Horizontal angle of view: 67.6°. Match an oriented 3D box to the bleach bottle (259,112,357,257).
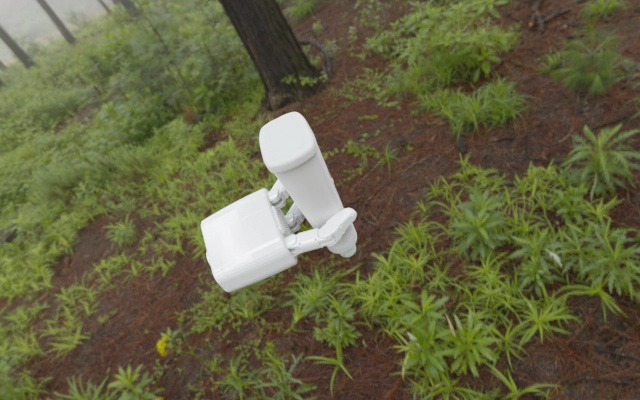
[{"bbox_3d":[0.000,0.002,0.668,0.068,0.251,0.102,-25,42,4],"label":"bleach bottle"}]
